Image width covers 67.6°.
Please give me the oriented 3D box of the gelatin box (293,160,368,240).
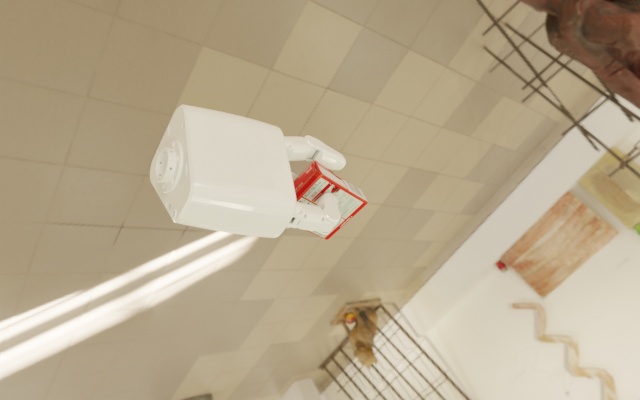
[{"bbox_3d":[0.000,0.002,0.563,0.089,0.073,0.030,28,26,-41],"label":"gelatin box"}]
